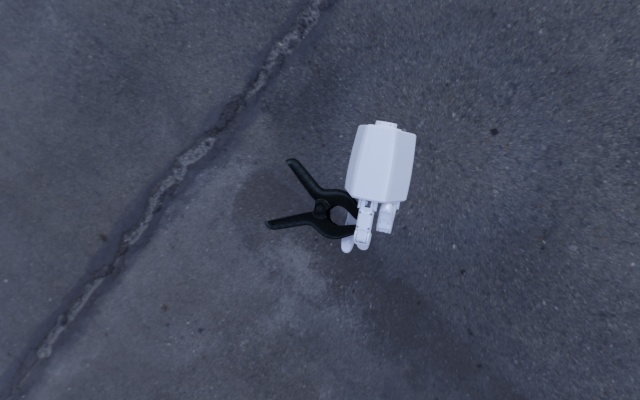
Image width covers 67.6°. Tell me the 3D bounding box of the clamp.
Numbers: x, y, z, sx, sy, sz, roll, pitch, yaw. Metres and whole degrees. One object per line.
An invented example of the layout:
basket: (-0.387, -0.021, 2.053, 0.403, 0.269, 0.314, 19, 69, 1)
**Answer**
clamp: (0.000, 0.003, 0.758, 0.171, 0.120, 0.039, 12, 8, 12)
